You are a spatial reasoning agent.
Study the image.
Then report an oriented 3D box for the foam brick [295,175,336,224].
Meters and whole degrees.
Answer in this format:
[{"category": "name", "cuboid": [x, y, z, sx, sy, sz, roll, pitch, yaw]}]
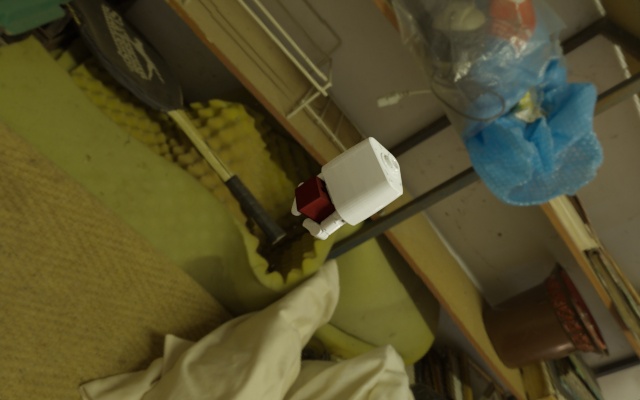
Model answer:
[{"category": "foam brick", "cuboid": [0.000, 0.003, 0.836, 0.051, 0.053, 0.078, -34, -45, 24]}]
